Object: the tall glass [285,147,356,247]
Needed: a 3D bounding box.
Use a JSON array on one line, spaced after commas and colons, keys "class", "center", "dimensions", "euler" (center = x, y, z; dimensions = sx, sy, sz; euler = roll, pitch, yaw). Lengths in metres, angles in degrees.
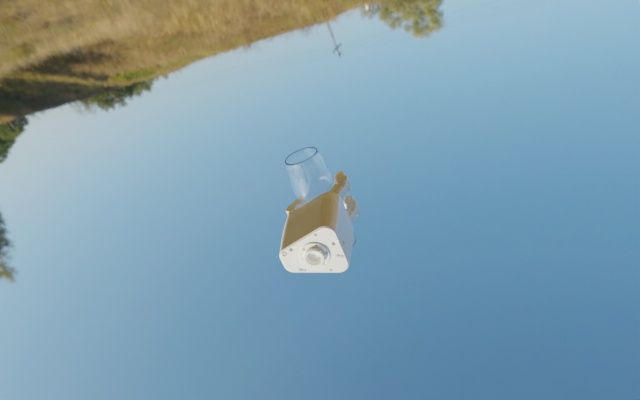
[{"class": "tall glass", "center": [0.000, 0.003, 0.885], "dimensions": [0.079, 0.201, 0.079], "euler": [-18, 27, 9]}]
